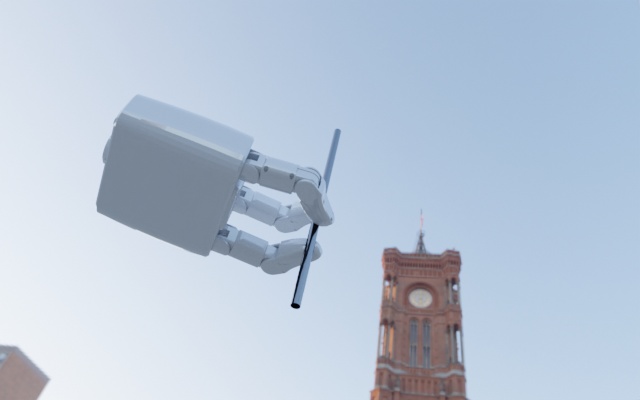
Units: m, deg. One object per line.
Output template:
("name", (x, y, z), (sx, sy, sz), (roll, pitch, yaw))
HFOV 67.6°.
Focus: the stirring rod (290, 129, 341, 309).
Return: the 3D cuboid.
("stirring rod", (0.000, 0.002, 0.456), (0.011, 0.011, 0.239), (0, 42, 13))
